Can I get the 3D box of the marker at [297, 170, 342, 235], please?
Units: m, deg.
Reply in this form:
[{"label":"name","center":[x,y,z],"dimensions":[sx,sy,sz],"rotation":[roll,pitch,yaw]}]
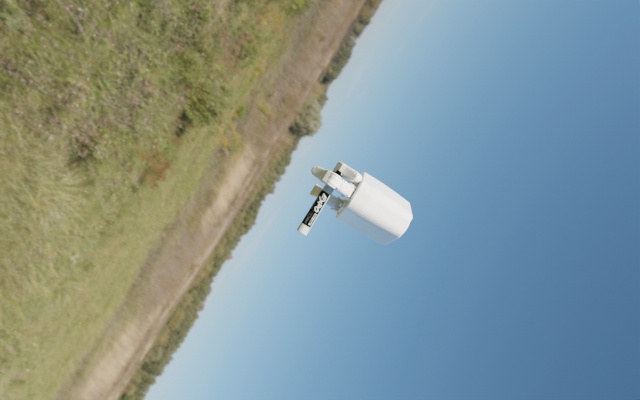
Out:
[{"label":"marker","center":[0.000,0.003,0.795],"dimensions":[0.020,0.121,0.020],"rotation":[32,0,0]}]
